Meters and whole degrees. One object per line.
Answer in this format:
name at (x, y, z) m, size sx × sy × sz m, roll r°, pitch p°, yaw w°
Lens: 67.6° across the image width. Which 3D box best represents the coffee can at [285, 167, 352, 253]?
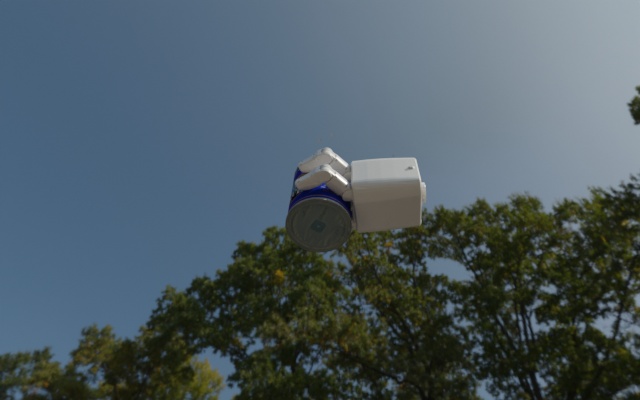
coffee can at (0.000, 0.003, 0.791) m, size 0.103 × 0.103 × 0.140 m, roll 0°, pitch 34°, yaw 3°
